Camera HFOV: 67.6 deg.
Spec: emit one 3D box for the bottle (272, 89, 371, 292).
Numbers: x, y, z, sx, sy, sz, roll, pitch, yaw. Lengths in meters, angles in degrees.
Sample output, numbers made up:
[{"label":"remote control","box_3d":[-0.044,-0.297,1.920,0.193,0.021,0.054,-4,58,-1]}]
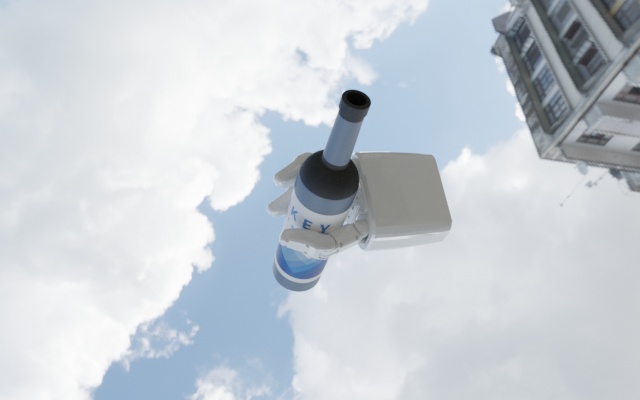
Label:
[{"label":"bottle","box_3d":[0.000,0.002,0.535,0.069,0.069,0.296,0,-39,-16]}]
